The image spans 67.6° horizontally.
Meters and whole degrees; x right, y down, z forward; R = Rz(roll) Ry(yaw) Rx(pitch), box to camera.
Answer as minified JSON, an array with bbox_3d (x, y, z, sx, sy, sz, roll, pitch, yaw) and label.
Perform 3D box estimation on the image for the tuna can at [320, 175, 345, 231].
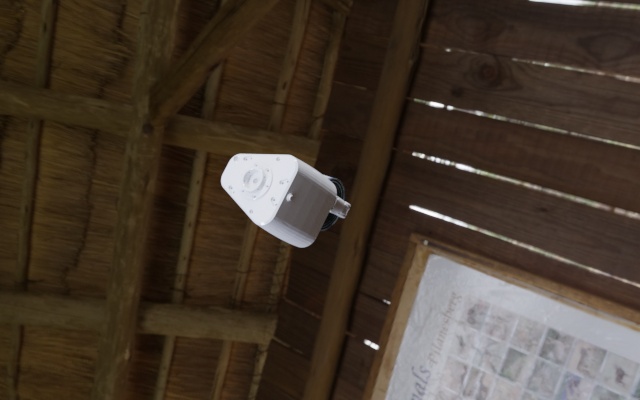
[{"bbox_3d":[0.000,0.002,0.749,0.033,0.086,0.086,20,11,35],"label":"tuna can"}]
